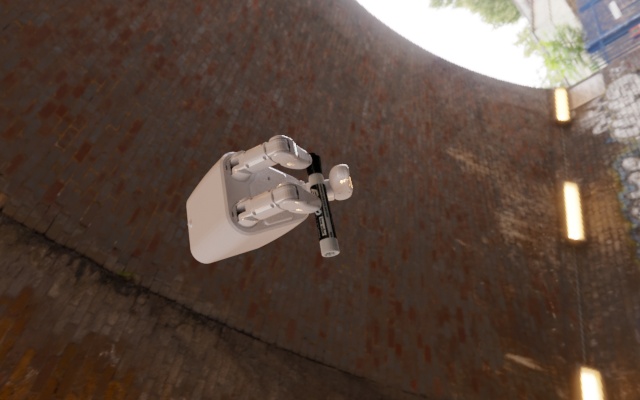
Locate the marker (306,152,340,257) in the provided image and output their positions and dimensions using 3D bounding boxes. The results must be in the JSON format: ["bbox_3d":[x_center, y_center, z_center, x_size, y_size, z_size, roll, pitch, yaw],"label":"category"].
[{"bbox_3d":[0.000,0.002,0.521,0.020,0.121,0.020,-10,-23,-4],"label":"marker"}]
